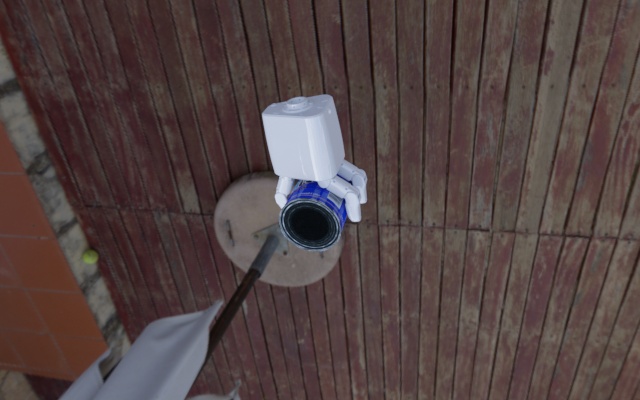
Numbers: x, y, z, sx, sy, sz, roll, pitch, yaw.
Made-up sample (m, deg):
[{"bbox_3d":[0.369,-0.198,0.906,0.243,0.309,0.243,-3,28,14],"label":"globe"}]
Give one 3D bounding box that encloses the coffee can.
[{"bbox_3d":[0.000,0.003,0.804,0.103,0.103,0.140,0,33,17],"label":"coffee can"}]
